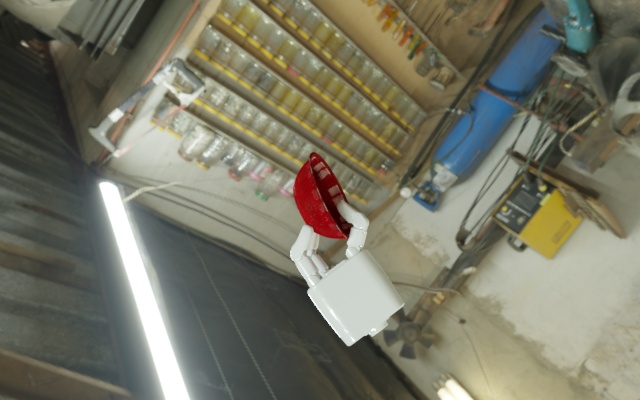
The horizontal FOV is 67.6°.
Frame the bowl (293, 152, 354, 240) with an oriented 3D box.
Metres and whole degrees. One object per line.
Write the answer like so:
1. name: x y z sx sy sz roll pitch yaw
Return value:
1. bowl: -0.001 0.002 0.798 0.055 0.162 0.162 -25 -7 15
